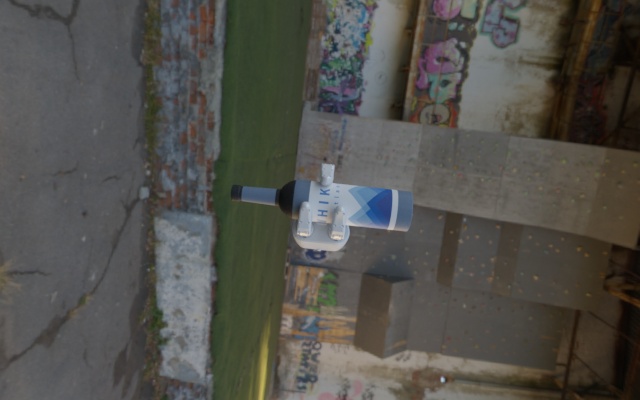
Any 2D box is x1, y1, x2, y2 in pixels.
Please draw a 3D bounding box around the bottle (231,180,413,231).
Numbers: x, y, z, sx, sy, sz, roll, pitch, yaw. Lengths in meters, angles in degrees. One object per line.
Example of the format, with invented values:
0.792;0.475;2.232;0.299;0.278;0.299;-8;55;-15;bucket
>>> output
0.000;0.003;0.791;0.296;0.069;0.069;6;0;1;bottle
